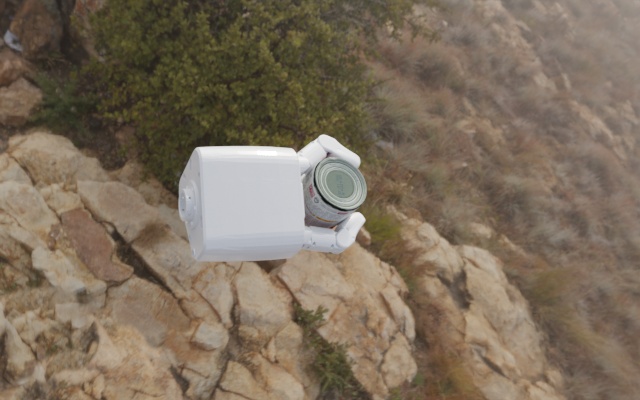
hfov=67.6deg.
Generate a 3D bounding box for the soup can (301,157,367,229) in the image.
[{"bbox_3d":[0.001,0.002,0.560,0.068,0.068,0.102,0,-25,-30],"label":"soup can"}]
